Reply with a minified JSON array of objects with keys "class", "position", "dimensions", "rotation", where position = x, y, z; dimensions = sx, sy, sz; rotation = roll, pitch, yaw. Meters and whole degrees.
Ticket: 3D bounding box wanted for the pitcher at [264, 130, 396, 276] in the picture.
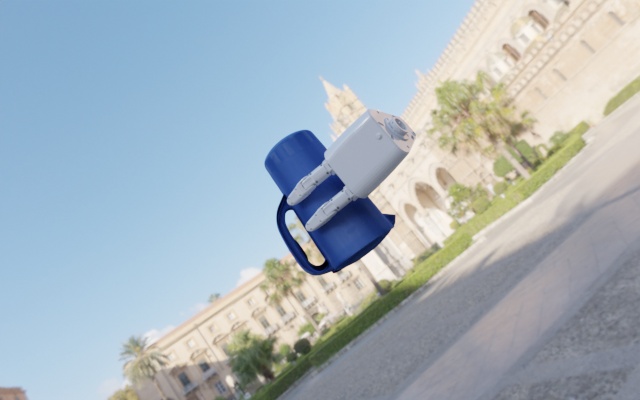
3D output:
[{"class":"pitcher","position":[0.000,0.003,0.838],"dimensions":[0.145,0.242,0.149],"rotation":[-45,-14,31]}]
